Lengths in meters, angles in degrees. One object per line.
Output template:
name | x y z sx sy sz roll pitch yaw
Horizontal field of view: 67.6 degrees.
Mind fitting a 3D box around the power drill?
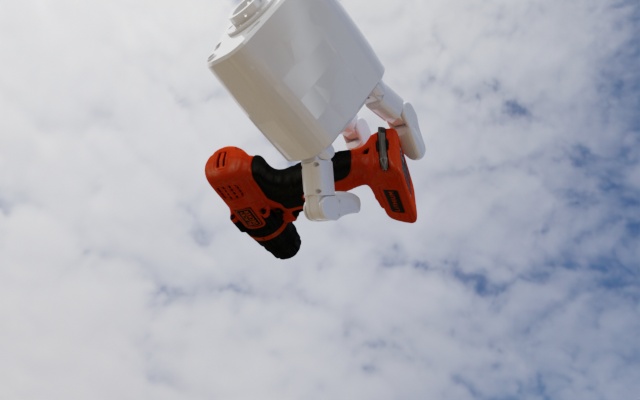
power drill | 0.000 0.001 0.492 0.187 0.057 0.184 -11 -34 14
